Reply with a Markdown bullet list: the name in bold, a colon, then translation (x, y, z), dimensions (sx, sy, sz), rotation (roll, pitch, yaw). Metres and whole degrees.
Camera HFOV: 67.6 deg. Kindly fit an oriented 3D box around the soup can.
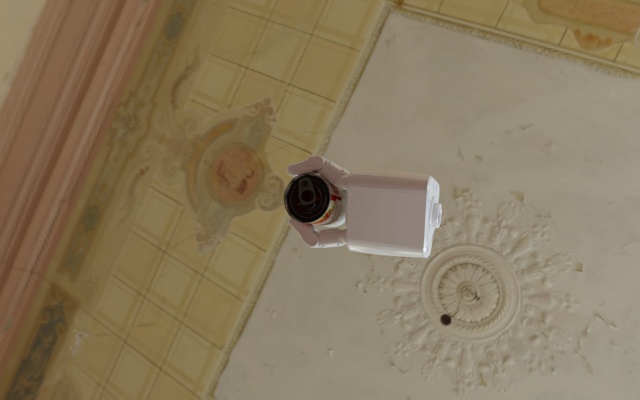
- **soup can**: translation (0.000, 0.002, 0.682), dimensions (0.068, 0.068, 0.102), rotation (0, -6, 22)
